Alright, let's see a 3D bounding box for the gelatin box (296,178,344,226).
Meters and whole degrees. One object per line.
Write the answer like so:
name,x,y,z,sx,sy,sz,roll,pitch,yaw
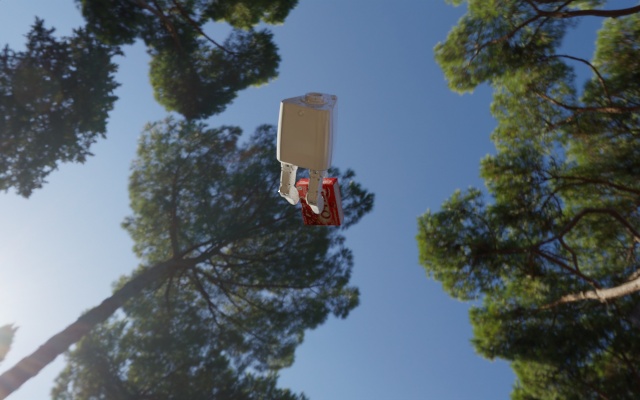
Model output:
gelatin box,0.000,0.003,0.887,0.073,0.089,0.030,0,27,22
